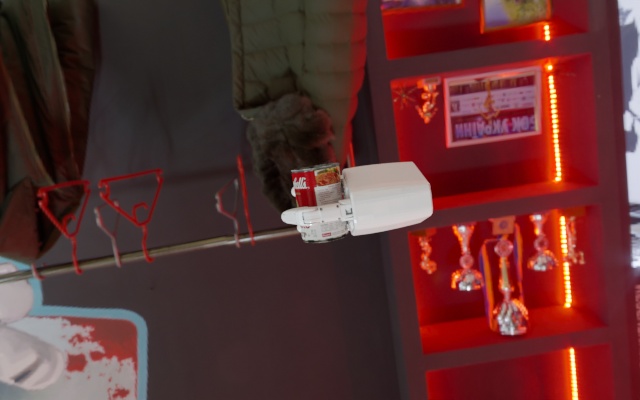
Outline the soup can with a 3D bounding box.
[{"bbox_3d":[0.000,0.003,0.670,0.068,0.102,0.068,-8,7,1],"label":"soup can"}]
